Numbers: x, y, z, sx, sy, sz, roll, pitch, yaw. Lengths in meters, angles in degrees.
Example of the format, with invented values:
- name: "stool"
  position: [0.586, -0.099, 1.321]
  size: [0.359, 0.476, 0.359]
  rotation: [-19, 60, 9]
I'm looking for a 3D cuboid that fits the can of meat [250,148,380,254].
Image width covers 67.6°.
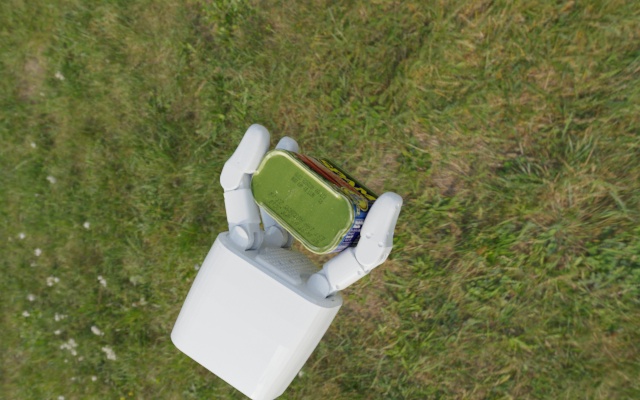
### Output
- name: "can of meat"
  position: [0.000, 0.001, 0.411]
  size: [0.102, 0.057, 0.084]
  rotation: [39, 14, 23]
